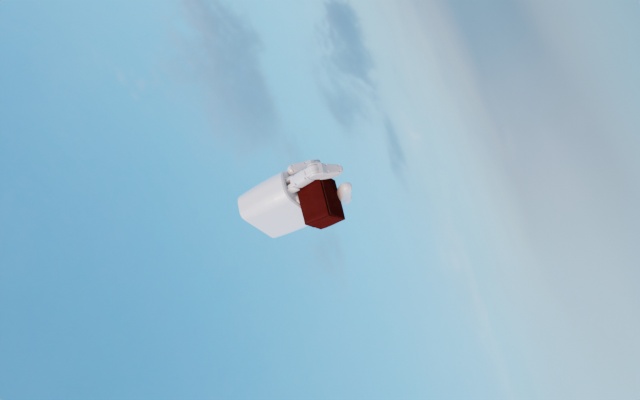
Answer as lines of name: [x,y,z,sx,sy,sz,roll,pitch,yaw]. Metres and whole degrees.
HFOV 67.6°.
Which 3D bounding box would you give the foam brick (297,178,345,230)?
foam brick: [0.000,0.003,0.804,0.051,0.078,0.053,-25,-25,25]
